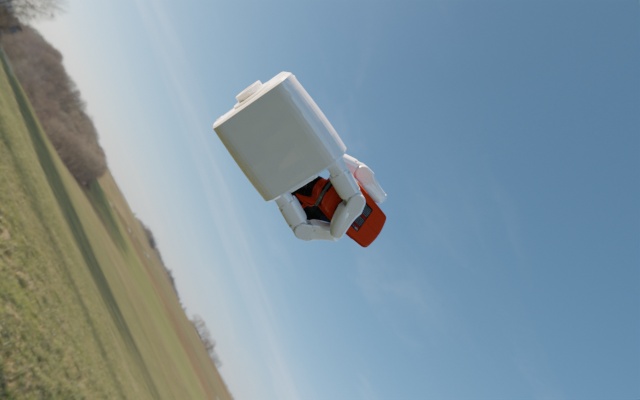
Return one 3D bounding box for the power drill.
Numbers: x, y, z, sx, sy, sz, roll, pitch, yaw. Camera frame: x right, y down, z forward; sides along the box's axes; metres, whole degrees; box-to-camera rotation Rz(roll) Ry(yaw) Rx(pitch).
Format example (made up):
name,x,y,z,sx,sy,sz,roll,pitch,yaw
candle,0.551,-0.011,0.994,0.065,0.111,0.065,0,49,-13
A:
name,x,y,z,sx,sy,sz,roll,pitch,yaw
power drill,0.000,0.002,0.661,0.187,0.057,0.184,21,-16,50
